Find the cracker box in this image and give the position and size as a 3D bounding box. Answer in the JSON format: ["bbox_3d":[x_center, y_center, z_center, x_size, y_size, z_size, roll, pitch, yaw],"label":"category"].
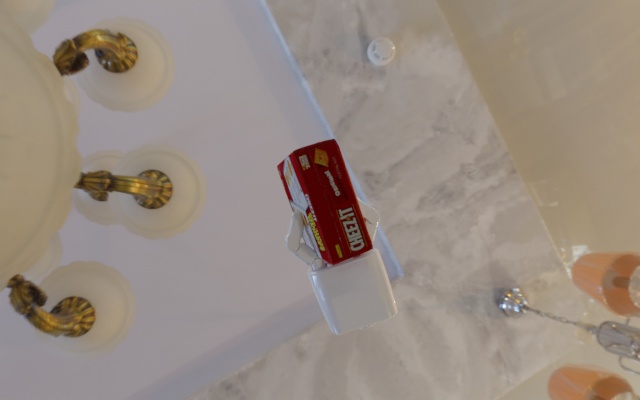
[{"bbox_3d":[0.000,0.002,0.742,0.072,0.164,0.213,-21,3,-11],"label":"cracker box"}]
